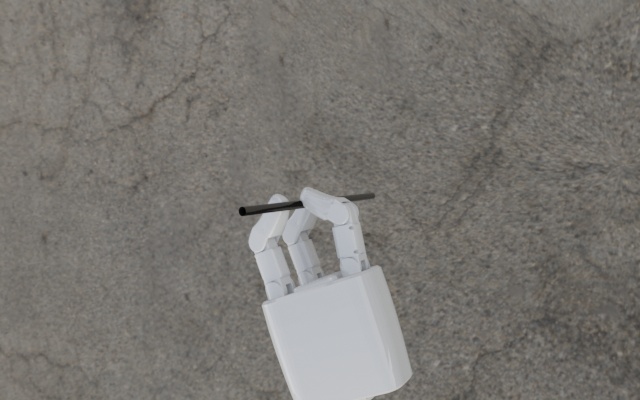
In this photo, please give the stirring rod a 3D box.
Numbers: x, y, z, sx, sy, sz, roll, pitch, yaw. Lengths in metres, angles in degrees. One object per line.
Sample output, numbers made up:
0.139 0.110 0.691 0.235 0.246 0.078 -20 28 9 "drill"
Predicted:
0.000 0.002 0.493 0.011 0.011 0.239 0 3 32 "stirring rod"
